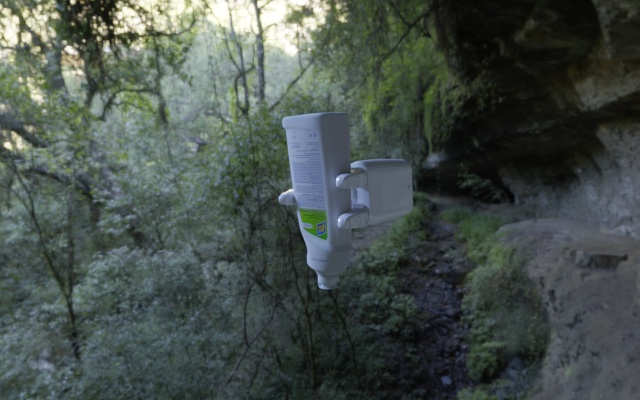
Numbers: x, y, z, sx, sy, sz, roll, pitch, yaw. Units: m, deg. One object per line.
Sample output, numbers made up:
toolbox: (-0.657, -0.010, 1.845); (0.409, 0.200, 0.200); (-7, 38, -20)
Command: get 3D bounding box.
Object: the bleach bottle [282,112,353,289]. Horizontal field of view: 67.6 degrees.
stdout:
bleach bottle: (0.000, 0.002, 0.695); (0.068, 0.251, 0.102); (-9, 9, -39)
